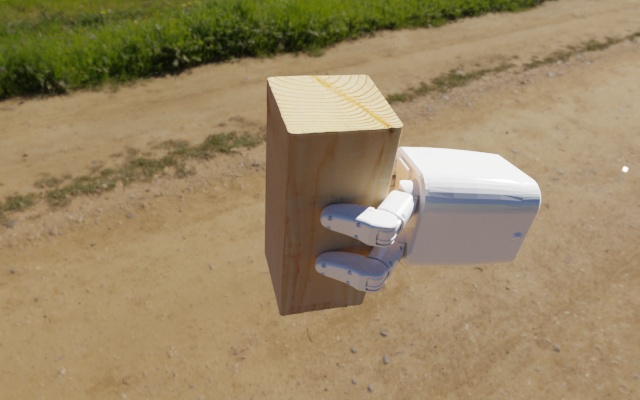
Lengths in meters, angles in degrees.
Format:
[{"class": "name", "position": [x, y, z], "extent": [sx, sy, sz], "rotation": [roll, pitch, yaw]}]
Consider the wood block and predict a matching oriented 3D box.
[{"class": "wood block", "position": [0.000, 0.001, 0.436], "extent": [0.090, 0.206, 0.090], "rotation": [-5, 41, -14]}]
